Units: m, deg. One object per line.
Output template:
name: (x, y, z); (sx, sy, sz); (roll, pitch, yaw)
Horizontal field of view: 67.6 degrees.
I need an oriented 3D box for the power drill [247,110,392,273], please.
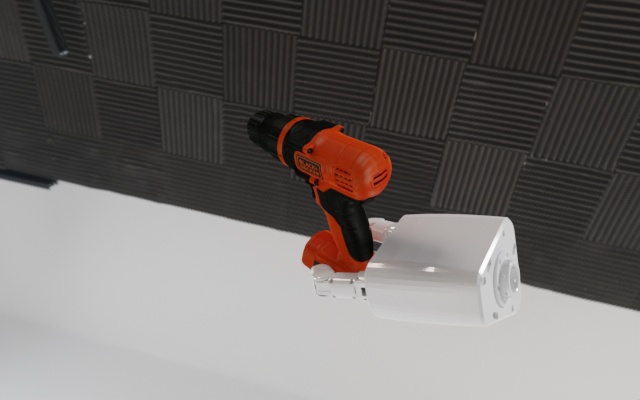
power drill: (0.000, 0.002, 0.505); (0.057, 0.188, 0.184); (-36, 42, -26)
